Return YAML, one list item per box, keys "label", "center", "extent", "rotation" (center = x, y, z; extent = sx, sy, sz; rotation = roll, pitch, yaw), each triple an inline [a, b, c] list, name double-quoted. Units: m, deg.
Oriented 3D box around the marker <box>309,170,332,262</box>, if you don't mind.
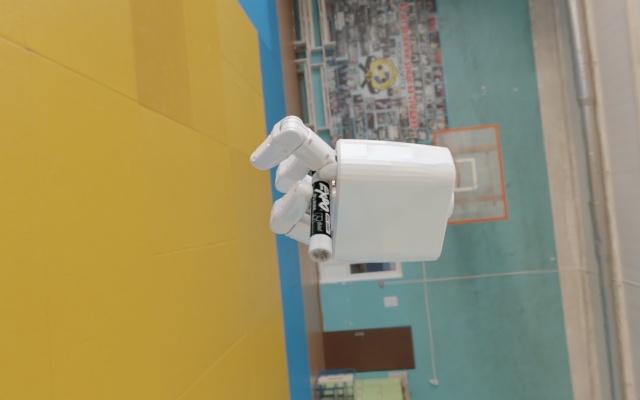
- label: "marker"
  center: [0.000, 0.001, 0.423]
  extent: [0.020, 0.121, 0.020]
  rotation: [0, -45, 0]
